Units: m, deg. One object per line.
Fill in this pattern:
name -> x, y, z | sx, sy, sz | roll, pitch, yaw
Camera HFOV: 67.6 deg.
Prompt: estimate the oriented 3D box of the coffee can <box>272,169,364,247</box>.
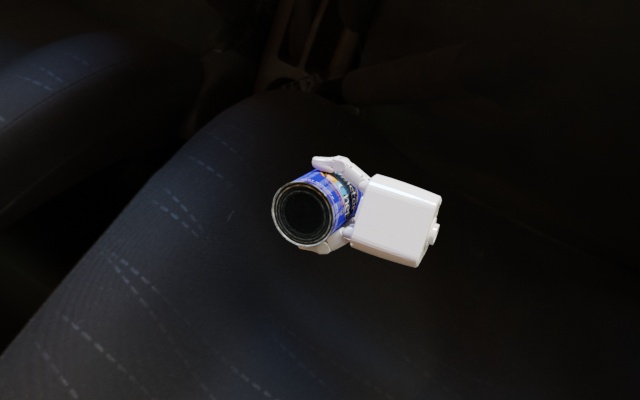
coffee can -> 0.000, 0.002, 0.763 | 0.103, 0.103, 0.140 | 0, 16, 24
